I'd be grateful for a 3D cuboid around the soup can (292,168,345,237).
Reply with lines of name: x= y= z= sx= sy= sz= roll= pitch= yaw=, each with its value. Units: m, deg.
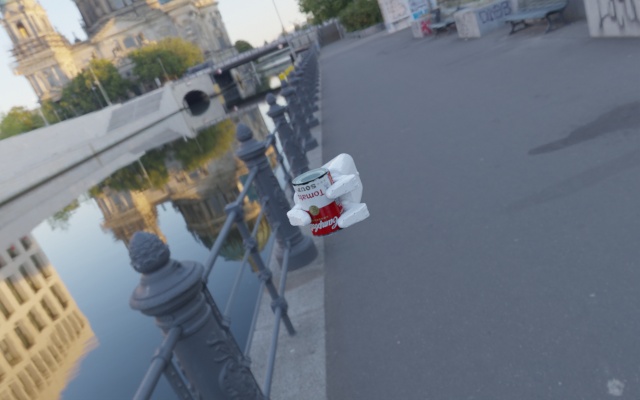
soup can: x=0.000 y=0.003 z=0.820 sx=0.068 sy=0.102 sz=0.068 roll=-19 pitch=17 yaw=6
